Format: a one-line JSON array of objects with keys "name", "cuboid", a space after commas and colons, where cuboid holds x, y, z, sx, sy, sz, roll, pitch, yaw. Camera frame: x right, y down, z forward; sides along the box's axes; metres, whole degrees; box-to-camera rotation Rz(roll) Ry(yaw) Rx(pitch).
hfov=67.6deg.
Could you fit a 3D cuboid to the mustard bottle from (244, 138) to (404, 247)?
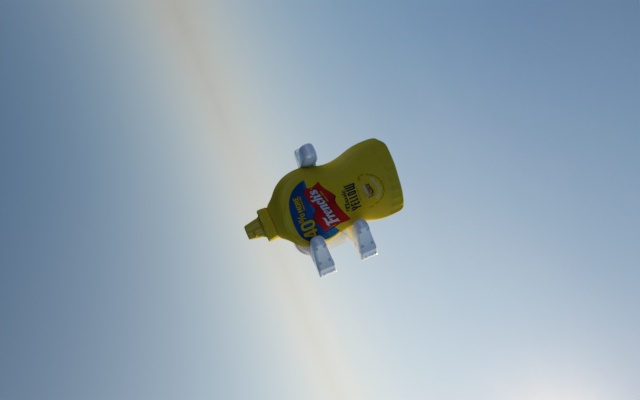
[{"name": "mustard bottle", "cuboid": [0.000, 0.002, 0.575, 0.191, 0.096, 0.058, -23, 22, -7]}]
